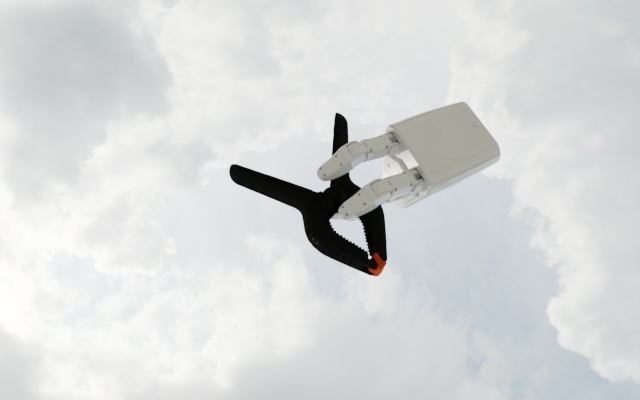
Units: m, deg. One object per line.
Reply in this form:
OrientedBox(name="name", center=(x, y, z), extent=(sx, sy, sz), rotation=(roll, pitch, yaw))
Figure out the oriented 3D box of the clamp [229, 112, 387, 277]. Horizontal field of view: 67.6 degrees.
OrientedBox(name="clamp", center=(0.001, 0.003, 0.557), extent=(0.164, 0.210, 0.036), rotation=(-23, -24, -14))
